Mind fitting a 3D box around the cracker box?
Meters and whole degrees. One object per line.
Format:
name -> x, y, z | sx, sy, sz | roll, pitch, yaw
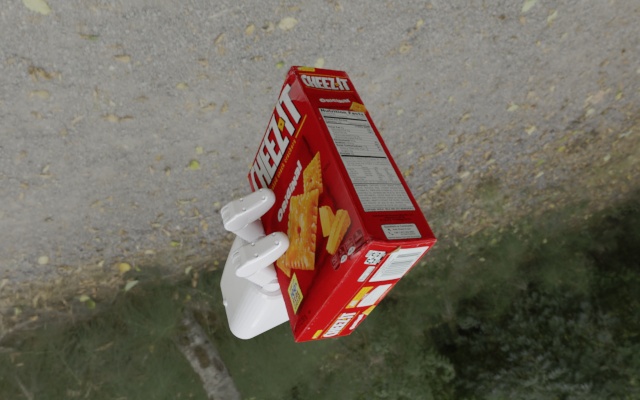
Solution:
cracker box -> 0.000, 0.002, 0.464 | 0.072, 0.213, 0.164 | 0, -39, -29
